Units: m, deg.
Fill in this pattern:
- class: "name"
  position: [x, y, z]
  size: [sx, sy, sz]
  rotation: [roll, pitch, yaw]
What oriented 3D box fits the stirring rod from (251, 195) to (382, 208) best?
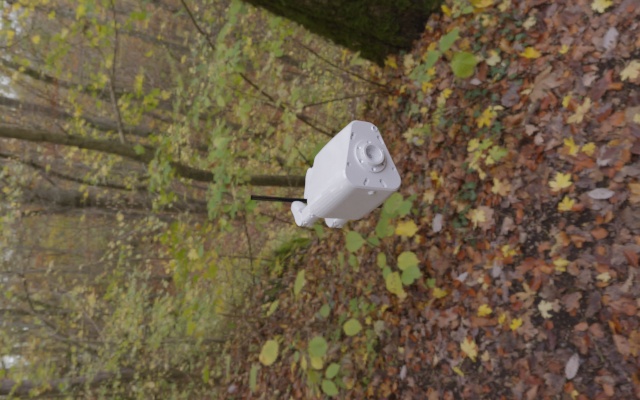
- class: "stirring rod"
  position: [0.000, 0.003, 0.796]
  size: [0.239, 0.011, 0.011]
  rotation: [4, -2, -27]
